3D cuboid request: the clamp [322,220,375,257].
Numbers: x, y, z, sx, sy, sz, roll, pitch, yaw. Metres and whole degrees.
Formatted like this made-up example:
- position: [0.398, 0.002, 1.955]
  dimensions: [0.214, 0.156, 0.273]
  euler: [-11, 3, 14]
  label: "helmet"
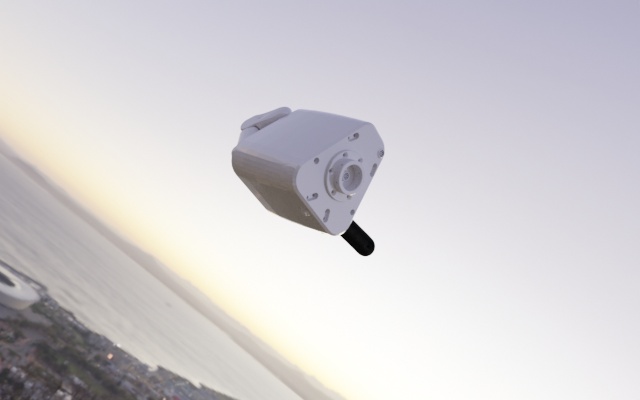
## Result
- position: [0.000, 0.001, 0.582]
  dimensions: [0.120, 0.039, 0.171]
  euler: [21, -24, 49]
  label: "clamp"
